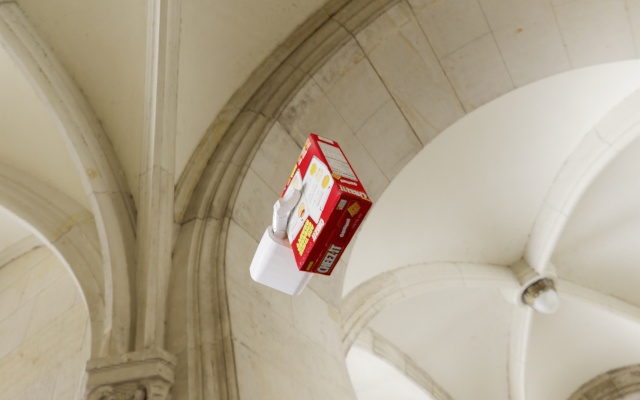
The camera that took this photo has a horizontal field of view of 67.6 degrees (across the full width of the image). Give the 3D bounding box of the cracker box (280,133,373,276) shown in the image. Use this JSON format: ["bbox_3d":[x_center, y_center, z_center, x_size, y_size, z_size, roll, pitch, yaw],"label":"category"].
[{"bbox_3d":[0.000,0.003,0.858,0.072,0.164,0.213,15,29,-25],"label":"cracker box"}]
